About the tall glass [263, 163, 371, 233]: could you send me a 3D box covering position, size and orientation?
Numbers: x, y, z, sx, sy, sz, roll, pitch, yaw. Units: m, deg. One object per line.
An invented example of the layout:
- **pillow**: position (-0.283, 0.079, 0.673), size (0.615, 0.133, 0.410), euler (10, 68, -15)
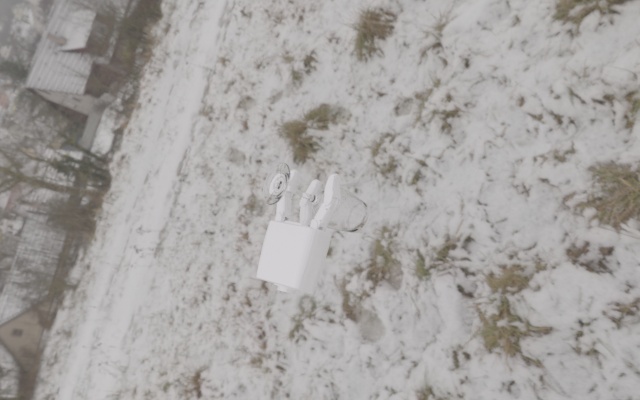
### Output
- **tall glass**: position (0.000, 0.002, 0.853), size (0.201, 0.079, 0.079), euler (22, -14, -36)
